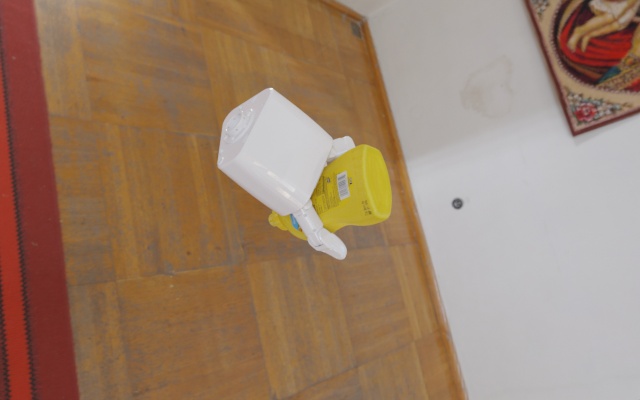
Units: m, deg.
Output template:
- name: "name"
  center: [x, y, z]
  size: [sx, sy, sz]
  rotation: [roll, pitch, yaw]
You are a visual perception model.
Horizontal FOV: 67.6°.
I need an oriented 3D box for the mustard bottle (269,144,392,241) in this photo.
- name: "mustard bottle"
  center: [0.001, 0.002, 0.633]
  size: [0.192, 0.096, 0.058]
  rotation: [-21, -21, 38]
